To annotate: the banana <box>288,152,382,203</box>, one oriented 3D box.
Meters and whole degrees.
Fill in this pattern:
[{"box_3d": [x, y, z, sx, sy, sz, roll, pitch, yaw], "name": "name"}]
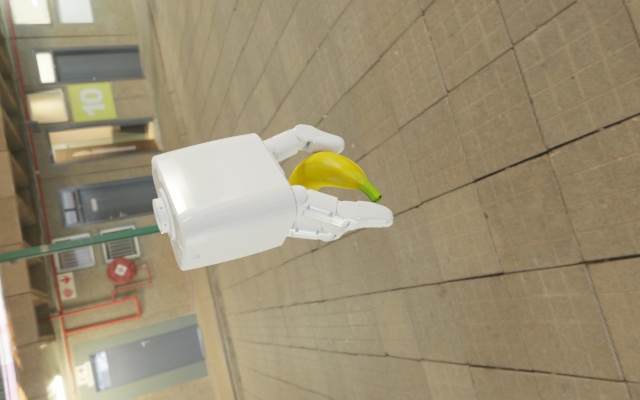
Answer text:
[{"box_3d": [-0.005, -0.016, 0.545, 0.037, 0.069, 0.198, -20, 2, -26], "name": "banana"}]
